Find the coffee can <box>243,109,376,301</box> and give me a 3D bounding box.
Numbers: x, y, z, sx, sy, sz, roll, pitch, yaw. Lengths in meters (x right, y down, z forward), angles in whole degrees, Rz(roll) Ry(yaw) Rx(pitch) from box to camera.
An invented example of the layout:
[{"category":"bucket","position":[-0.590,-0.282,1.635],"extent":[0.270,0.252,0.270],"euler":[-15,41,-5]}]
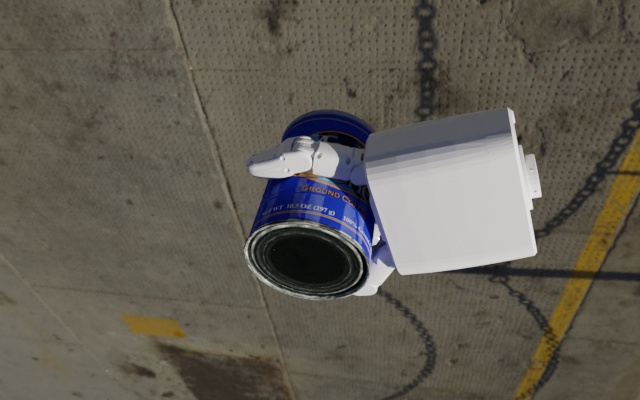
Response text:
[{"category":"coffee can","position":[0.000,0.001,0.426],"extent":[0.103,0.140,0.103],"euler":[7,-43,7]}]
